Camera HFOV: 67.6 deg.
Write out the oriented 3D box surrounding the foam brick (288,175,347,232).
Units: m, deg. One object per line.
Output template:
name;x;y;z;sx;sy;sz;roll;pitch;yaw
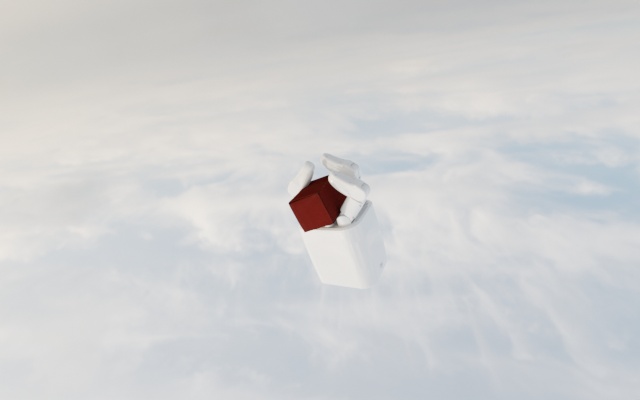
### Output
foam brick;0.000;0.002;0.692;0.053;0.051;0.078;-18;17;30
